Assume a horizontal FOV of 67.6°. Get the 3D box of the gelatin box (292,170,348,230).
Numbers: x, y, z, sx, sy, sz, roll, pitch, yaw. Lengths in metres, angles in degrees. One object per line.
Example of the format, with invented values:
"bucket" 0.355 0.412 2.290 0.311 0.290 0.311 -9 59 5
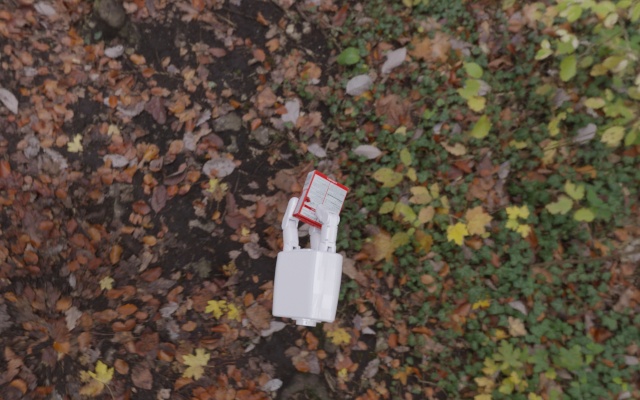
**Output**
"gelatin box" 0.000 0.002 0.835 0.073 0.089 0.030 27 -18 -22
